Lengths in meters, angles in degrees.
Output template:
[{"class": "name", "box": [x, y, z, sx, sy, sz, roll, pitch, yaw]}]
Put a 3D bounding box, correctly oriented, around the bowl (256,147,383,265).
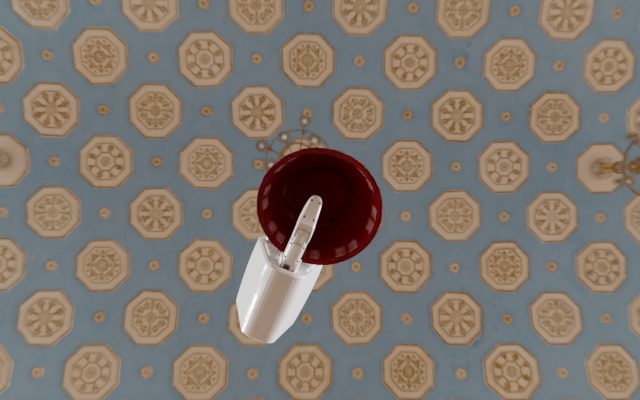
[{"class": "bowl", "box": [0.001, 0.001, 0.631, 0.162, 0.162, 0.055, 0, 21, 5]}]
